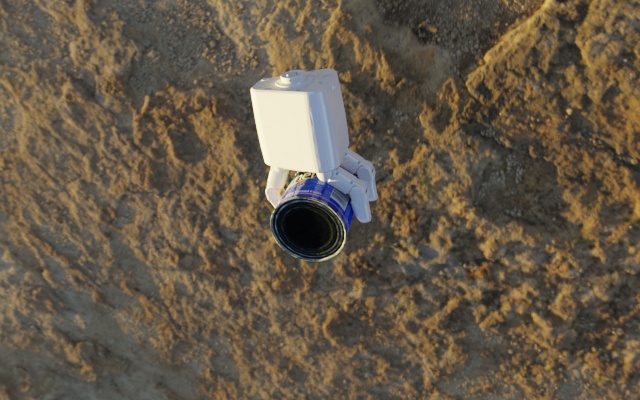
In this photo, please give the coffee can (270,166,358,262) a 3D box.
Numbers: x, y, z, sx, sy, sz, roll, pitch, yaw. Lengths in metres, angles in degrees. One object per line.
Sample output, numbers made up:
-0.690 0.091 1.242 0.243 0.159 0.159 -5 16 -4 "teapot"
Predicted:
0.000 0.002 0.672 0.103 0.103 0.140 0 32 16 "coffee can"
